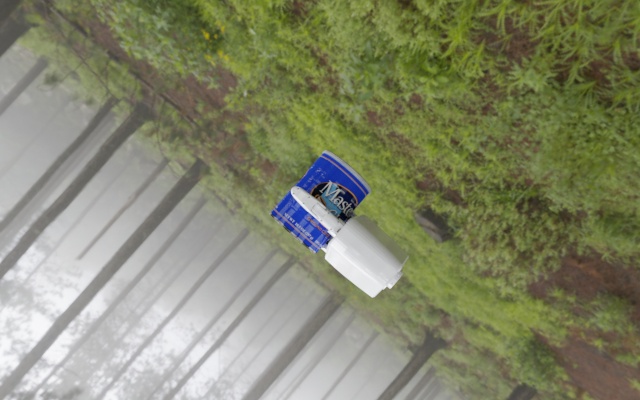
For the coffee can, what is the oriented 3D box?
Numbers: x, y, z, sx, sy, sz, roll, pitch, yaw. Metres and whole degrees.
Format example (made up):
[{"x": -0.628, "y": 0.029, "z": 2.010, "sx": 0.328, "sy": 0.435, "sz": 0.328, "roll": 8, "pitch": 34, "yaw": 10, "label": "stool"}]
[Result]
[{"x": 0.000, "y": 0.002, "z": 0.784, "sx": 0.103, "sy": 0.140, "sz": 0.103, "roll": 41, "pitch": -3, "yaw": 3, "label": "coffee can"}]
